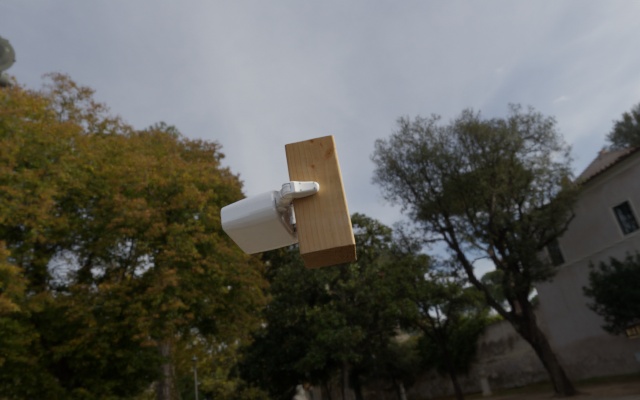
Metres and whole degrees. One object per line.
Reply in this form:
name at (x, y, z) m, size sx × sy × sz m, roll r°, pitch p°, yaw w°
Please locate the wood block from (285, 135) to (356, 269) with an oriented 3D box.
wood block at (0.000, 0.003, 0.833) m, size 0.090 × 0.206 × 0.091 m, roll -11°, pitch -24°, yaw 2°
